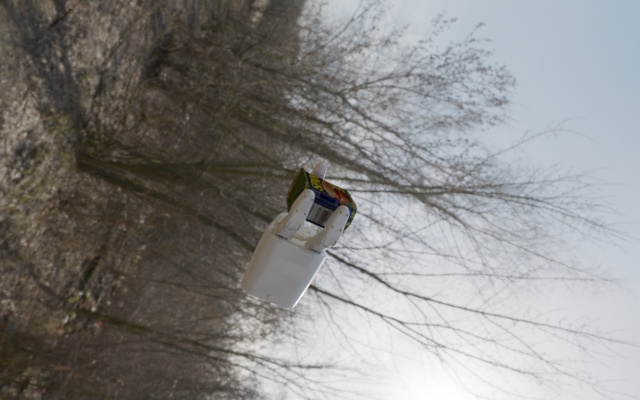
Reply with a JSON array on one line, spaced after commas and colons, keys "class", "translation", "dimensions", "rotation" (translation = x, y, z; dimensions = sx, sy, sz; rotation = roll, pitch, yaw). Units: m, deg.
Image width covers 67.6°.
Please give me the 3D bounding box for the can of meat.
[{"class": "can of meat", "translation": [0.000, 0.002, 0.708], "dimensions": [0.084, 0.057, 0.102], "rotation": [25, 15, -14]}]
